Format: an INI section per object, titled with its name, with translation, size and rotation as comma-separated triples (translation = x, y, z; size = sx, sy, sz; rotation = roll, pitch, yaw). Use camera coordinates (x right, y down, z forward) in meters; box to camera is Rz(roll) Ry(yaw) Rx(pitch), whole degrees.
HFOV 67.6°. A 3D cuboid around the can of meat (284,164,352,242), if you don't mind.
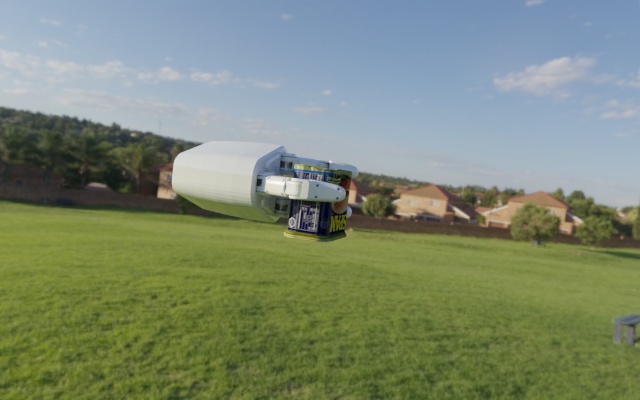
[can of meat]
translation = 0.000, 0.002, 0.578
size = 0.057, 0.084, 0.102
rotation = 8, 3, 18
